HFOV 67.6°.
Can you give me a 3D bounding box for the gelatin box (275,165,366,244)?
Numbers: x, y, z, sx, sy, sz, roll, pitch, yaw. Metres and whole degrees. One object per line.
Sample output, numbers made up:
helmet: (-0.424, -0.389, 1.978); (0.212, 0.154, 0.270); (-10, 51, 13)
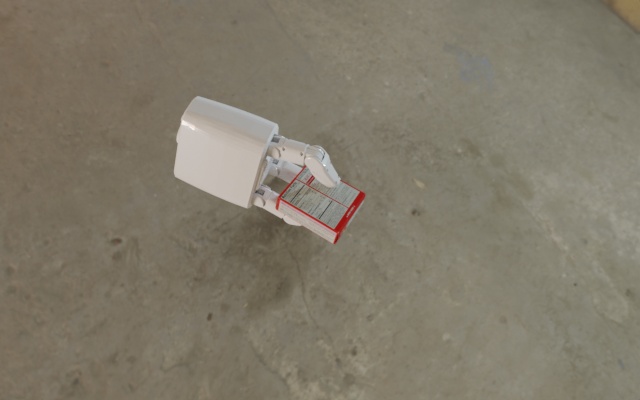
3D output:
gelatin box: (0.000, 0.002, 0.595); (0.089, 0.073, 0.030); (29, -36, 11)
